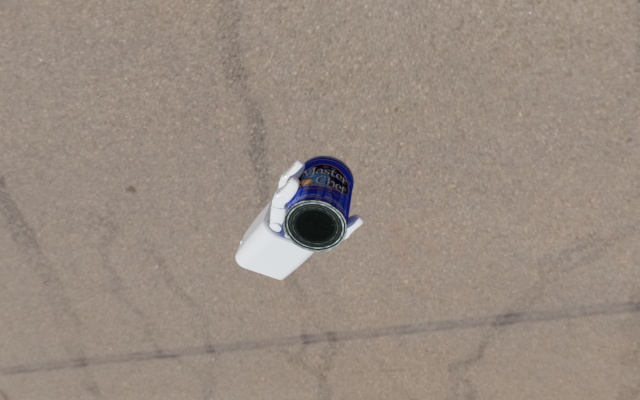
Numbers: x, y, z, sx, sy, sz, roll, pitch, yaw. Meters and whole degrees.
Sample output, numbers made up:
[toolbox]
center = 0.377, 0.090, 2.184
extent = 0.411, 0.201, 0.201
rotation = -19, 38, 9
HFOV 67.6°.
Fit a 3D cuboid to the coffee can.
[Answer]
[coffee can]
center = 0.000, 0.002, 0.802
extent = 0.103, 0.103, 0.140
rotation = 0, 34, 9
